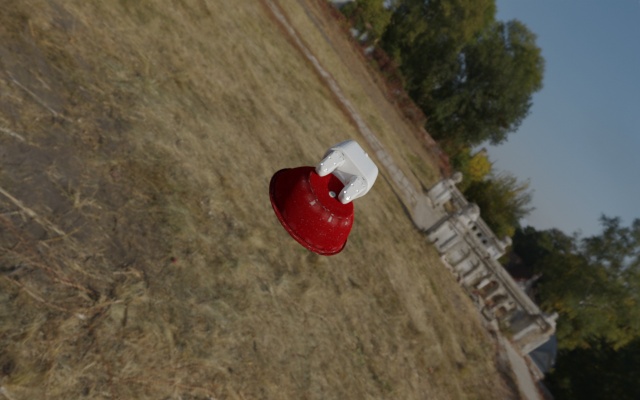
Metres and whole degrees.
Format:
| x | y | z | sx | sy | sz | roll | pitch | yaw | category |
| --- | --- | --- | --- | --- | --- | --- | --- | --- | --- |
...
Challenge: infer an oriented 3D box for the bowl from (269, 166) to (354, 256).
| x | y | z | sx | sy | sz | roll | pitch | yaw | category |
| --- | --- | --- | --- | --- | --- | --- | --- | --- | --- |
| 0.000 | 0.003 | 0.738 | 0.055 | 0.162 | 0.162 | -39 | -23 | 32 | bowl |
